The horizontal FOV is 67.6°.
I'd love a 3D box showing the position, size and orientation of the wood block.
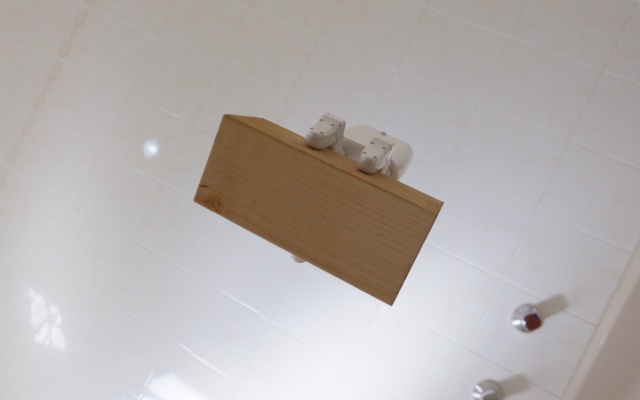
[{"bbox_3d":[0.000,0.002,0.453,0.206,0.091,0.090,26,14,13],"label":"wood block"}]
